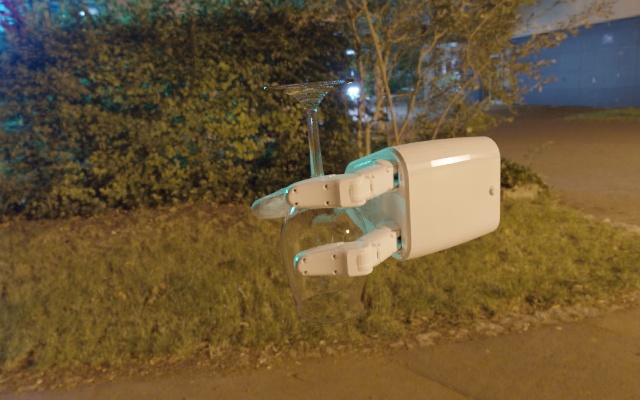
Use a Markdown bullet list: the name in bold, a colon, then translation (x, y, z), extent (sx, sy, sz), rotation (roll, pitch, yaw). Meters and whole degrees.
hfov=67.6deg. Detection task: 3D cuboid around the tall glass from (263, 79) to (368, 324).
- **tall glass**: translation (0.000, 0.001, 0.410), extent (0.079, 0.201, 0.079), rotation (-5, 14, 1)
